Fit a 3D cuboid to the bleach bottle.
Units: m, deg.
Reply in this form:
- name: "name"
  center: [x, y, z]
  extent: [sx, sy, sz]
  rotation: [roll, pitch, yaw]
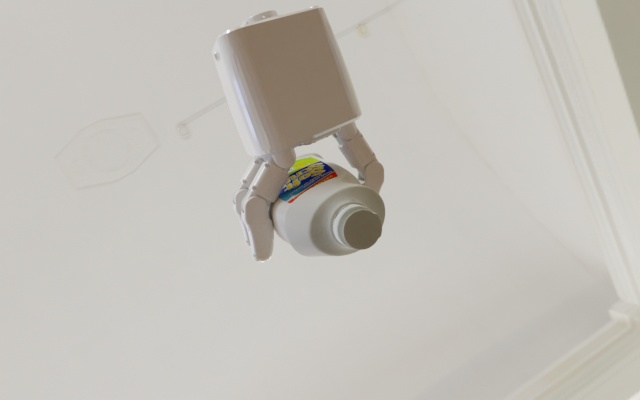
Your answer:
- name: "bleach bottle"
  center: [0.000, 0.002, 0.444]
  extent: [0.102, 0.068, 0.251]
  rotation: [-24, 13, -13]
